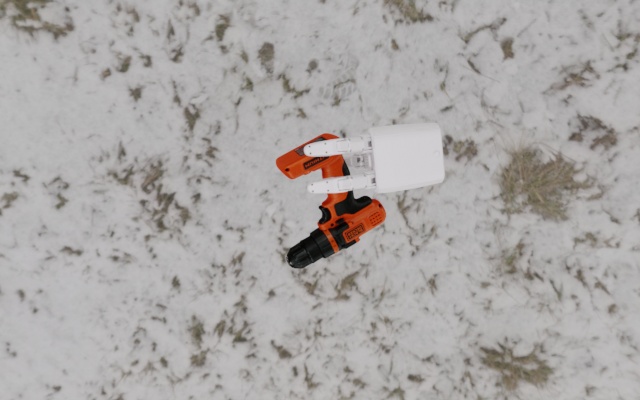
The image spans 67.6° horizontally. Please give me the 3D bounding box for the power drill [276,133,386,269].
[{"bbox_3d":[0.000,0.002,0.762,0.184,0.188,0.057,-31,29,-11],"label":"power drill"}]
